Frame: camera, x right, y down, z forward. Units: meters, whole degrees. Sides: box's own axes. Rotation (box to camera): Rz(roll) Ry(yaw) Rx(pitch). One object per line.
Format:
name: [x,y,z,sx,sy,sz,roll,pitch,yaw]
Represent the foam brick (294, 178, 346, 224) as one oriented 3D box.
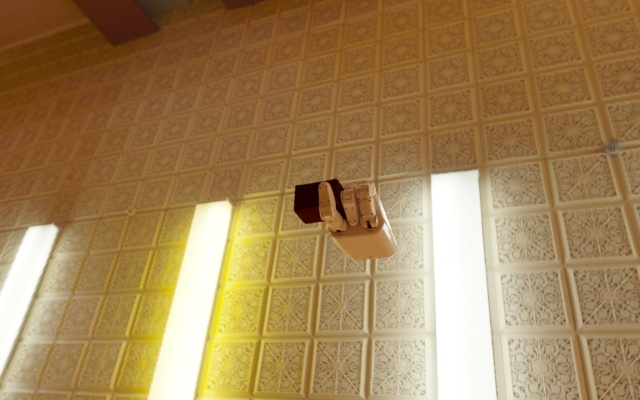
foam brick: [0.000,0.003,0.810,0.078,0.053,0.051,-8,-32,20]
